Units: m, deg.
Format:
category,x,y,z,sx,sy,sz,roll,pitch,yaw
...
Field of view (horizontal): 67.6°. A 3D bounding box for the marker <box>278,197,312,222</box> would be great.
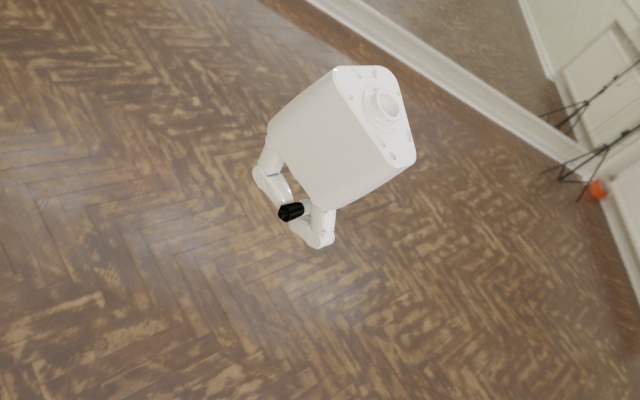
category,x,y,z,sx,sy,sz,roll,pitch,yaw
marker,0.000,0.002,0.533,0.020,0.020,0.121,0,12,45
